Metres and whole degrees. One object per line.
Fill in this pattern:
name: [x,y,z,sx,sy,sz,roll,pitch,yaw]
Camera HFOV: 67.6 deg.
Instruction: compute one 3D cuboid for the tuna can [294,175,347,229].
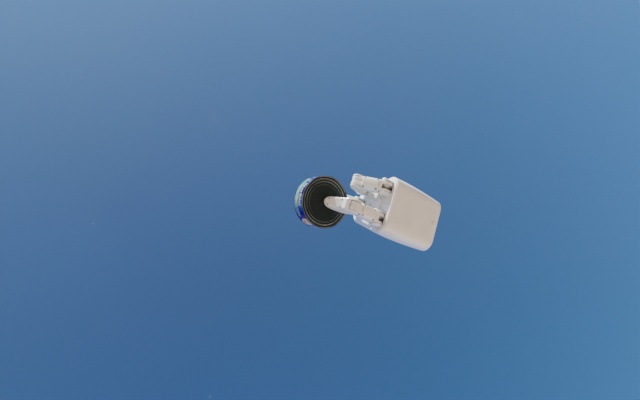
tuna can: [0.000,0.003,0.783,0.086,0.086,0.034,0,0,-31]
